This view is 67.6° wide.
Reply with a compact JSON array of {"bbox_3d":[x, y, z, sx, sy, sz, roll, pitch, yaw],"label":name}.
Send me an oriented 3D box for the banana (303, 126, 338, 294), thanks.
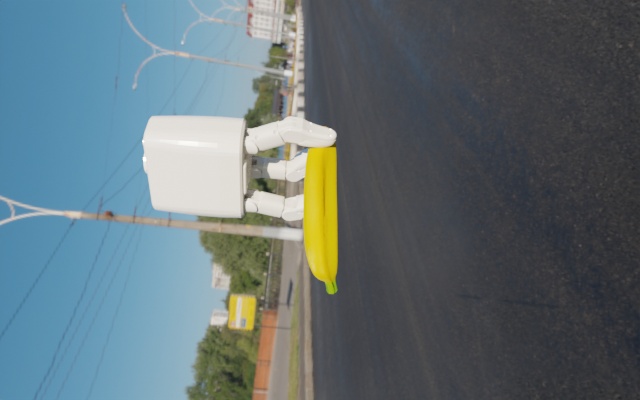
[{"bbox_3d":[0.000,0.000,0.525,0.037,0.197,0.070,0,-14,0],"label":"banana"}]
